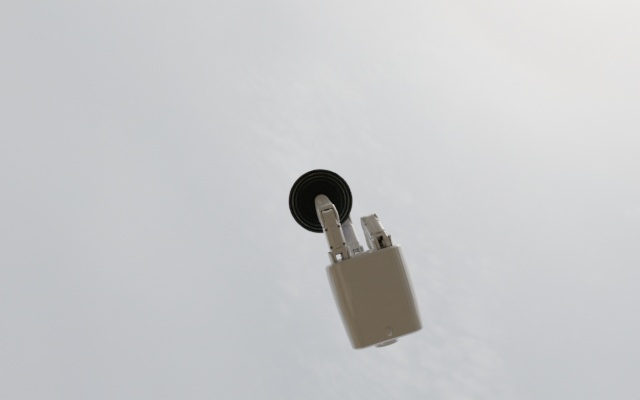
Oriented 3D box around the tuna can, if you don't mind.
[{"bbox_3d":[0.000,0.002,0.649,0.086,0.086,0.034,0,-6,0],"label":"tuna can"}]
